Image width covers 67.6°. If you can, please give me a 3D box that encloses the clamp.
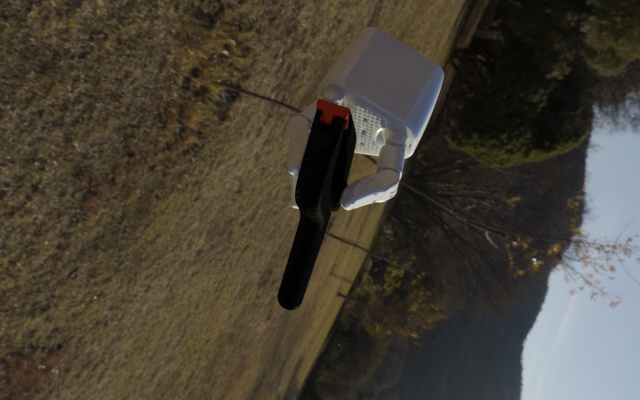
[{"bbox_3d":[0.001,0.001,0.450,0.036,0.164,0.210,20,-32,13],"label":"clamp"}]
